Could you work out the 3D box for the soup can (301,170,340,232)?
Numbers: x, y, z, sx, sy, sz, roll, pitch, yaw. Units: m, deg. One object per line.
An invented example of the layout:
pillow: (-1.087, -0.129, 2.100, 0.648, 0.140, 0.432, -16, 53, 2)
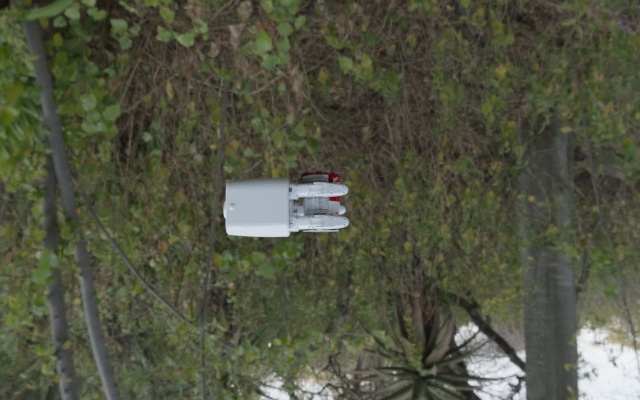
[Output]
soup can: (0.001, 0.003, 0.838, 0.068, 0.102, 0.068, -1, -6, 0)
